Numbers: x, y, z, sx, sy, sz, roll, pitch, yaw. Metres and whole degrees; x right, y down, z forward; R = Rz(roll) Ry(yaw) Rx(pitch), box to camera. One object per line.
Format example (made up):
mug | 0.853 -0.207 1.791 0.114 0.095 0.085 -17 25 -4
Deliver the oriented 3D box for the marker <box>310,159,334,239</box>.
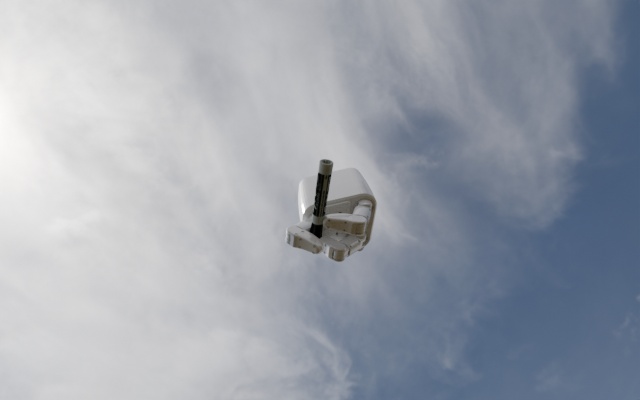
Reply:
marker | 0.000 0.002 0.652 0.020 0.121 0.020 7 28 -3
